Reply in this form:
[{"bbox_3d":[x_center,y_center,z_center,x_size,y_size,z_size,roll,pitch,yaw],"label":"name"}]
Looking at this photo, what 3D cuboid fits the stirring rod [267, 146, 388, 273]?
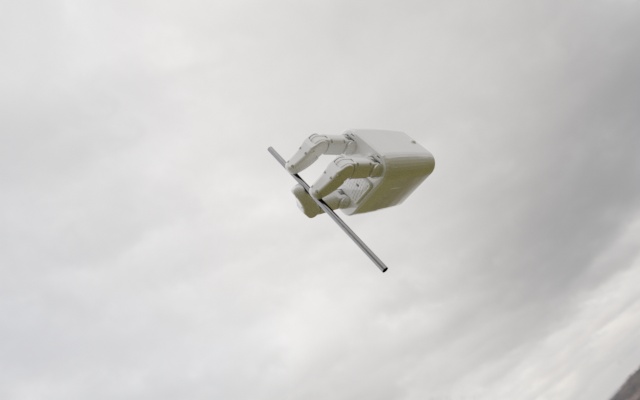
[{"bbox_3d":[0.000,0.002,0.568,0.011,0.011,0.239,0,36,-44],"label":"stirring rod"}]
